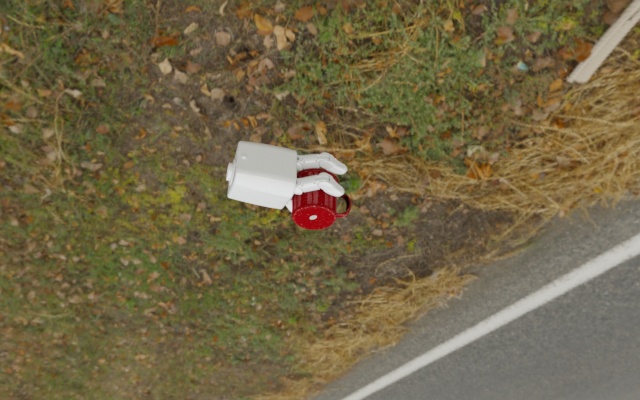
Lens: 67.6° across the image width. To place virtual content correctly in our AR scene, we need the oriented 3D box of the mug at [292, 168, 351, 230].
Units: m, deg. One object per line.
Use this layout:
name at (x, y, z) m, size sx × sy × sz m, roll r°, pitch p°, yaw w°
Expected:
mug at (0.001, 0.003, 0.885) m, size 0.117 × 0.081 × 0.093 m, roll 11°, pitch -37°, yaw -14°
